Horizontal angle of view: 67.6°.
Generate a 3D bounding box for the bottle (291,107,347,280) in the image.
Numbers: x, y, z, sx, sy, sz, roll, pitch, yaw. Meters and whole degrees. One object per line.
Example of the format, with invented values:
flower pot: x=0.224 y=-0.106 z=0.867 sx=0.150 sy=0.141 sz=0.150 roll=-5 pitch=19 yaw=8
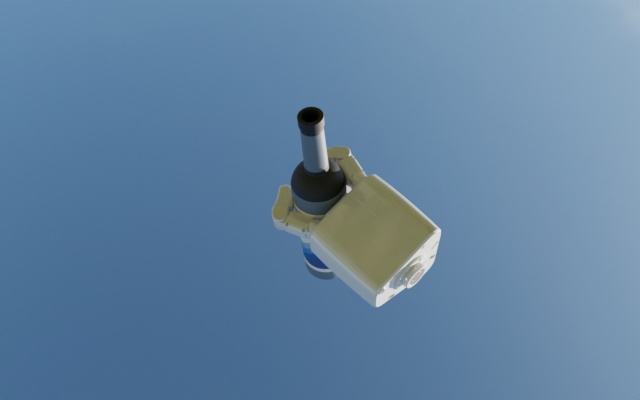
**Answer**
bottle: x=0.000 y=0.002 z=0.598 sx=0.069 sy=0.069 sz=0.296 roll=0 pitch=-36 yaw=5
